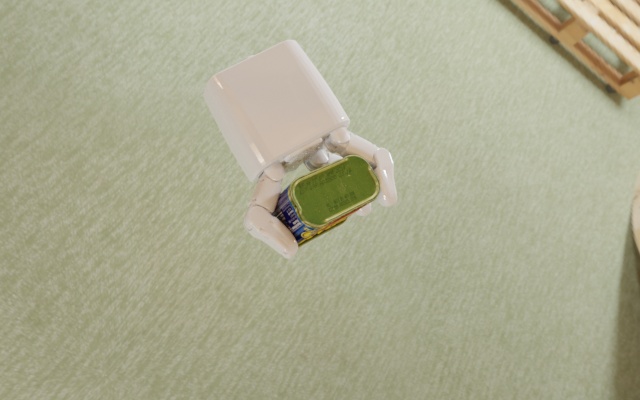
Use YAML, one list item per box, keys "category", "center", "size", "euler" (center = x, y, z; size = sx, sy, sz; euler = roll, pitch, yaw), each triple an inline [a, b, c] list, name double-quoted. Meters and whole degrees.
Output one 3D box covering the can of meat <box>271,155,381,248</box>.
- category: "can of meat"
  center: [0.000, 0.002, 0.486]
  size: [0.102, 0.057, 0.084]
  euler: [-26, -7, -29]
